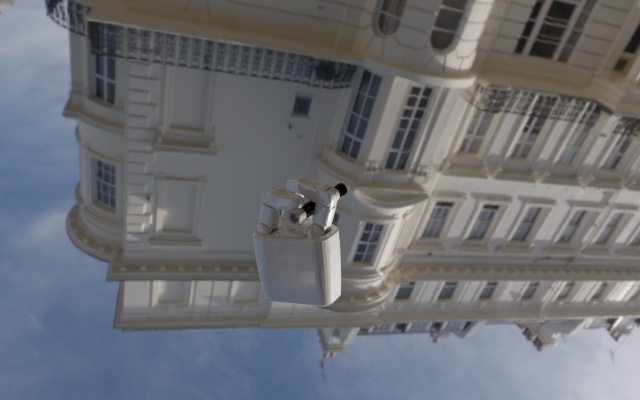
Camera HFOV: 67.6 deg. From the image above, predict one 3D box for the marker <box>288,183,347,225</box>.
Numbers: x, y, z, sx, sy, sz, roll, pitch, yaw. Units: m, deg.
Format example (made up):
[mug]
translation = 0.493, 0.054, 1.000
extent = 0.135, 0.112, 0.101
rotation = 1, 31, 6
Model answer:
[marker]
translation = 0.000, 0.002, 0.650
extent = 0.020, 0.020, 0.121
rotation = 0, 20, 37
